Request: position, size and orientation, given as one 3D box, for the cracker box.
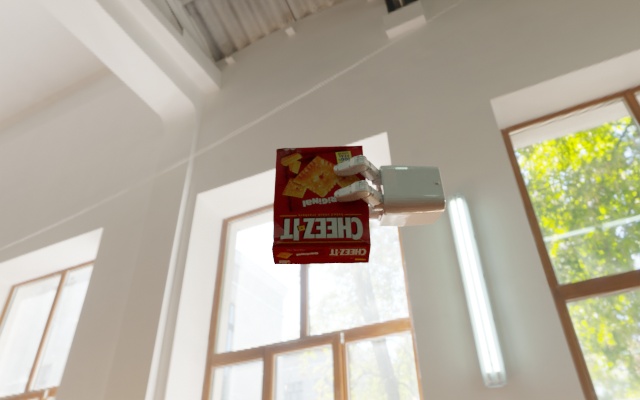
[{"bbox_3d":[0.000,0.003,0.843,0.164,0.213,0.072,-1,-35,1],"label":"cracker box"}]
